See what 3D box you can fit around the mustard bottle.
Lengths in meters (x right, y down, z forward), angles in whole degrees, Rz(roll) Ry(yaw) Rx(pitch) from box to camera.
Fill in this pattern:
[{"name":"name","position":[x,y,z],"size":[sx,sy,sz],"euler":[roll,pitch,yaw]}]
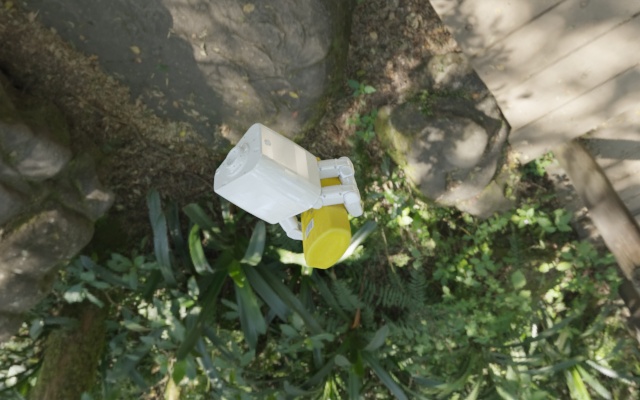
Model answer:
[{"name":"mustard bottle","position":[0.000,0.003,0.737],"size":[0.058,0.191,0.096],"euler":[10,-45,-19]}]
